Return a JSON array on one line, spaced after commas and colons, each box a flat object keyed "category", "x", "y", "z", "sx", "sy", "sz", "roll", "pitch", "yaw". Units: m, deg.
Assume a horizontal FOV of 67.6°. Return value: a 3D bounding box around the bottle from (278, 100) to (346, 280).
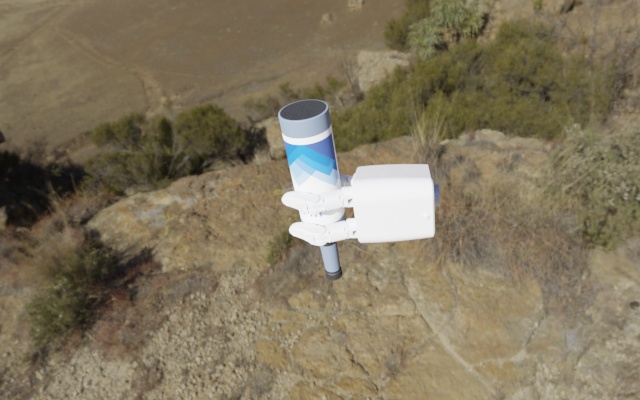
[{"category": "bottle", "x": 0.000, "y": 0.002, "z": 0.702, "sx": 0.069, "sy": 0.296, "sz": 0.069, "roll": -7, "pitch": 34, "yaw": 5}]
